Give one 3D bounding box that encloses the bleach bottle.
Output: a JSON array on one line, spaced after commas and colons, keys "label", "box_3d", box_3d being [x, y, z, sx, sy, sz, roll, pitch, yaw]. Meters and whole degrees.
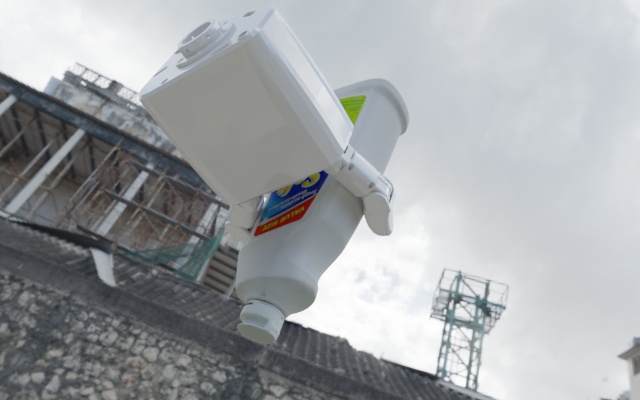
[{"label": "bleach bottle", "box_3d": [0.000, 0.001, 0.406, 0.102, 0.250, 0.068, -9, -47, 35]}]
